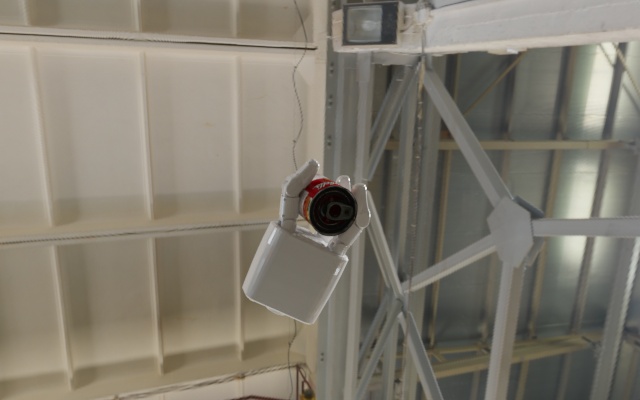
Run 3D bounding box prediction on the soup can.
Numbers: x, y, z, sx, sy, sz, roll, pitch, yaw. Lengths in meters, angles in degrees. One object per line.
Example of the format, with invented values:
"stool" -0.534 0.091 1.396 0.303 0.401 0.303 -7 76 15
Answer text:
"soup can" 0.000 0.002 0.658 0.068 0.068 0.102 0 14 -20
